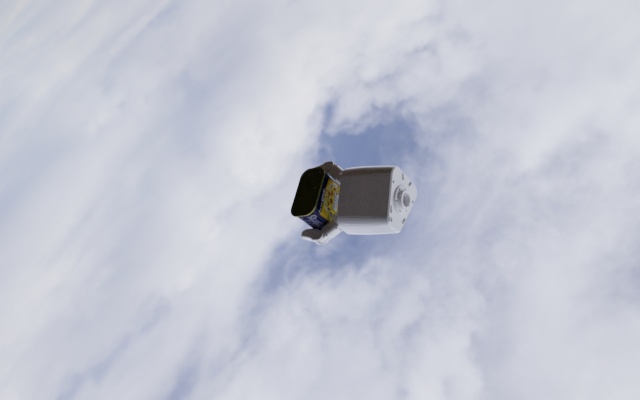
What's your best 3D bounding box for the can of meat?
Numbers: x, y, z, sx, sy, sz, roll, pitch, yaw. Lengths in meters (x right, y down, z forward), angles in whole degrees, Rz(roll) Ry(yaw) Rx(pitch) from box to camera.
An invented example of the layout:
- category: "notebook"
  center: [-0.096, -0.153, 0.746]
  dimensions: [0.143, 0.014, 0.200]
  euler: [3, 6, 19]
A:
- category: "can of meat"
  center: [0.000, 0.003, 0.891]
  dimensions: [0.057, 0.102, 0.084]
  euler: [-7, -33, 39]
